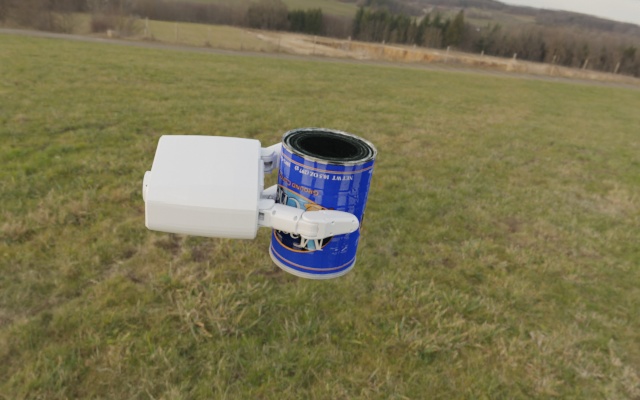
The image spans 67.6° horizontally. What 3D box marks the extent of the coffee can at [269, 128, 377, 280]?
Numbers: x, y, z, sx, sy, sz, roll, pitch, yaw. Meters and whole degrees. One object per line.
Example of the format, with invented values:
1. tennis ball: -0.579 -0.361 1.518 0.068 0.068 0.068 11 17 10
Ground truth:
1. coffee can: 0.000 0.002 0.535 0.103 0.140 0.102 7 26 -4
